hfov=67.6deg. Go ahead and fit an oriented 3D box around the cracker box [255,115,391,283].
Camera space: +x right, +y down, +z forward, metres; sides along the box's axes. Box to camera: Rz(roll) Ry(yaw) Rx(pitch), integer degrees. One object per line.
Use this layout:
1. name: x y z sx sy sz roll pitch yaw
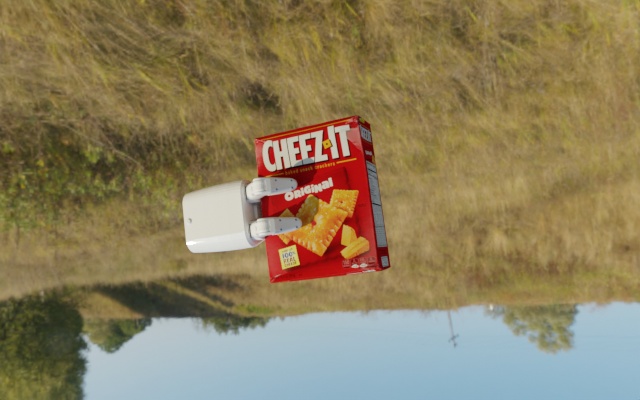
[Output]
1. cracker box: 0.000 0.002 0.682 0.164 0.213 0.072 -10 -7 19
